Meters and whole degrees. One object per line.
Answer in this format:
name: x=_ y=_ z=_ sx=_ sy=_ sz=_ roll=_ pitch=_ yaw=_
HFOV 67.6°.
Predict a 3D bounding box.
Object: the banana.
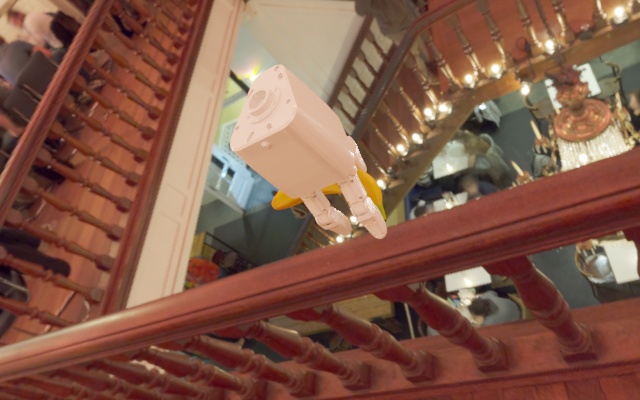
banana: x=0.009 y=-0.015 z=0.650 sx=0.198 sy=0.069 sz=0.037 roll=5 pitch=-21 yaw=42
